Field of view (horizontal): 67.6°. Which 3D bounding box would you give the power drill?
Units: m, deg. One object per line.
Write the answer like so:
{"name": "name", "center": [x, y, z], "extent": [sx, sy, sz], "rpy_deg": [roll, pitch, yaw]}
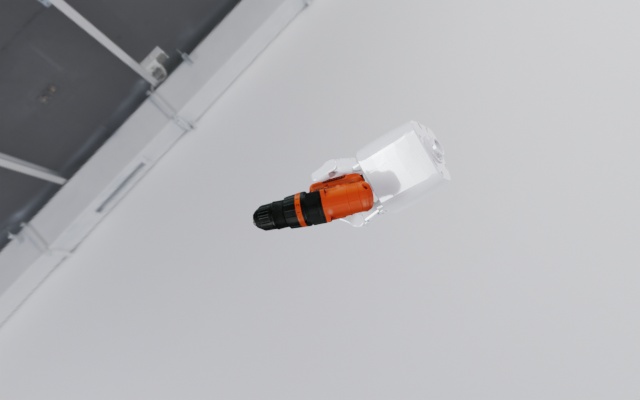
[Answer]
{"name": "power drill", "center": [0.000, 0.002, 0.770], "extent": [0.184, 0.057, 0.187], "rpy_deg": [-11, 7, 12]}
